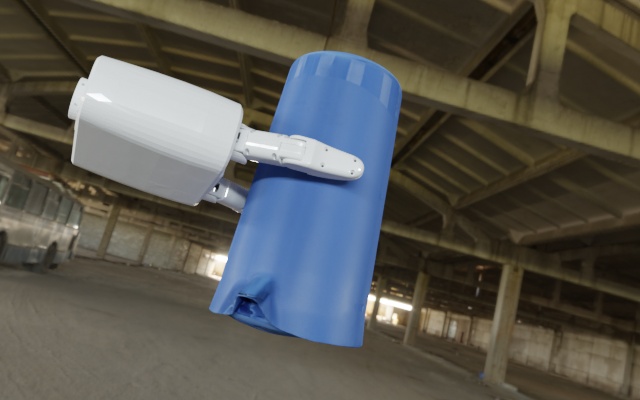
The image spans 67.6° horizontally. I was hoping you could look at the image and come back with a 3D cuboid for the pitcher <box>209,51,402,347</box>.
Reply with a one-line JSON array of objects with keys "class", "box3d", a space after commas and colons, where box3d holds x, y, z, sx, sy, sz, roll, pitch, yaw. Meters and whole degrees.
[{"class": "pitcher", "box3d": [0.000, 0.001, 0.438, 0.145, 0.242, 0.149, 18, -11, -21]}]
